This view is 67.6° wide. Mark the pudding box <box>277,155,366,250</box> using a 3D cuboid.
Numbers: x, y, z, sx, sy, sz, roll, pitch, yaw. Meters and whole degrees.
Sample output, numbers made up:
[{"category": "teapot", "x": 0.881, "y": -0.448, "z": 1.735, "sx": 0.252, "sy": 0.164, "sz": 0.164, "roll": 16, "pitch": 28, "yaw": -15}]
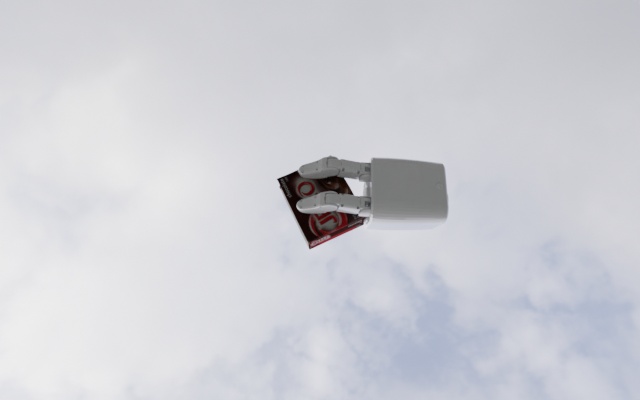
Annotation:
[{"category": "pudding box", "x": 0.000, "y": 0.002, "z": 0.692, "sx": 0.090, "sy": 0.113, "sz": 0.039, "roll": -24, "pitch": -24, "yaw": -10}]
